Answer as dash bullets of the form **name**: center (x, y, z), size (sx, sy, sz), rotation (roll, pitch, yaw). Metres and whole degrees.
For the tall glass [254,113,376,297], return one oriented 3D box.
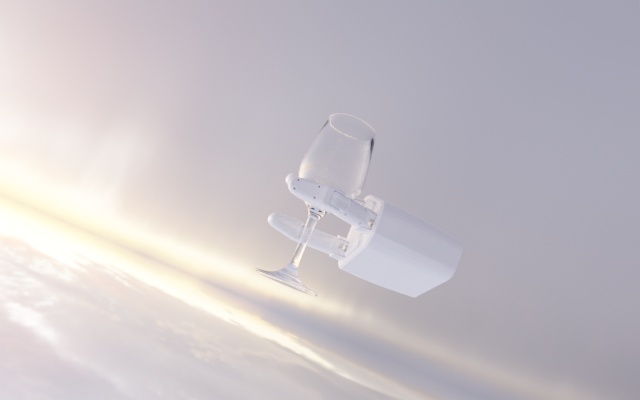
- **tall glass**: center (0.000, 0.002, 0.544), size (0.079, 0.201, 0.079), rotation (22, -14, 6)
